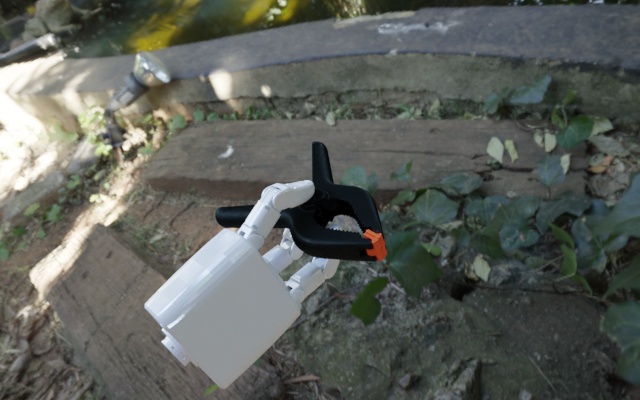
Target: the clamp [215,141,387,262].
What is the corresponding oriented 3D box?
[{"bbox_3d":[0.000,0.001,0.522,0.210,0.036,0.164,22,56,42],"label":"clamp"}]
